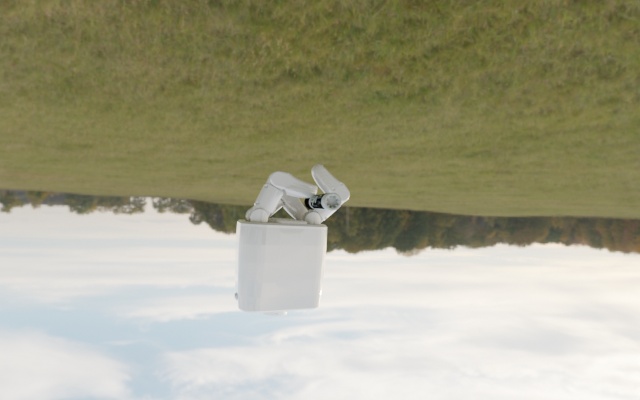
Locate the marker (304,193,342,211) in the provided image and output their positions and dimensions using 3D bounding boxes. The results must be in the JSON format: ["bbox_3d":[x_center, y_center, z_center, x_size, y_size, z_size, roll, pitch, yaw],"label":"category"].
[{"bbox_3d":[0.000,0.002,0.549,0.020,0.020,0.121,0,0,-12],"label":"marker"}]
